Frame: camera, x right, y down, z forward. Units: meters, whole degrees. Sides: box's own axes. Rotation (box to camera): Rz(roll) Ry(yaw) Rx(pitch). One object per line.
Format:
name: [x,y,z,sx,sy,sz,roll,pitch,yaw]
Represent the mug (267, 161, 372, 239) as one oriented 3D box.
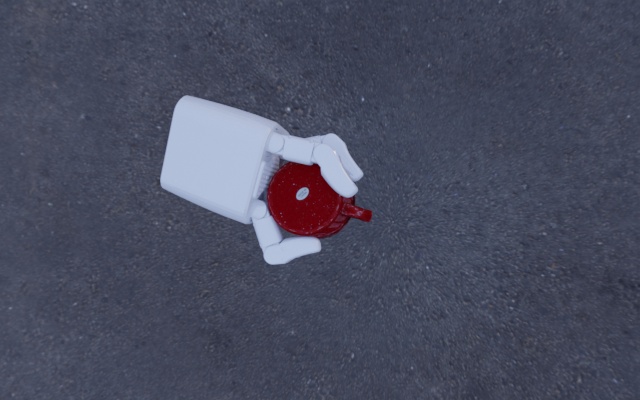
mug: [0.001,0.002,0.528,0.117,0.093,0.081,20,1,10]
